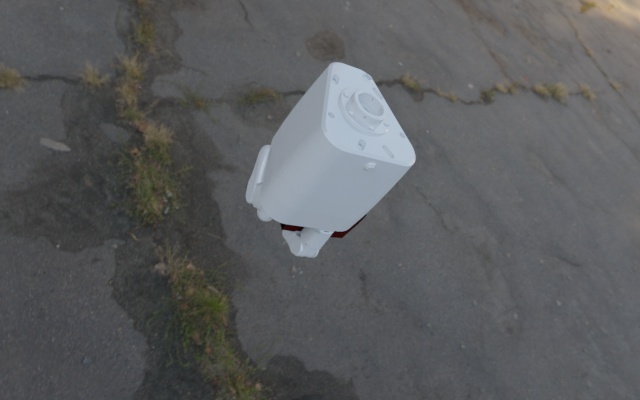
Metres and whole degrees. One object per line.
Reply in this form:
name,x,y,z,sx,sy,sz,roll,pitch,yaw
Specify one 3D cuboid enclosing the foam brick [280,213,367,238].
foam brick,0.000,0.002,0.500,0.078,0.053,0.051,10,-38,-31
